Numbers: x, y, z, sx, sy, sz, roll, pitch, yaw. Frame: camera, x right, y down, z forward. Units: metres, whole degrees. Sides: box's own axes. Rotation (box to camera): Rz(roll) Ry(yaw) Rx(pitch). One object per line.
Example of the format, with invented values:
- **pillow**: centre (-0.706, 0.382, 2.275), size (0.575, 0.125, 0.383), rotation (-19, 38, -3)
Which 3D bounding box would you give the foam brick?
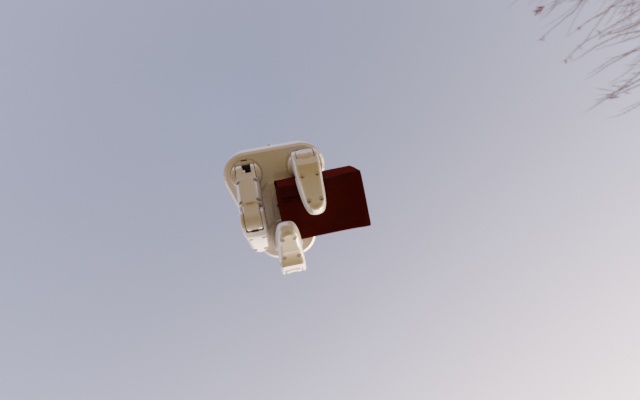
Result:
- **foam brick**: centre (0.000, 0.002, 0.442), size (0.078, 0.053, 0.051), rotation (-11, 10, -5)
